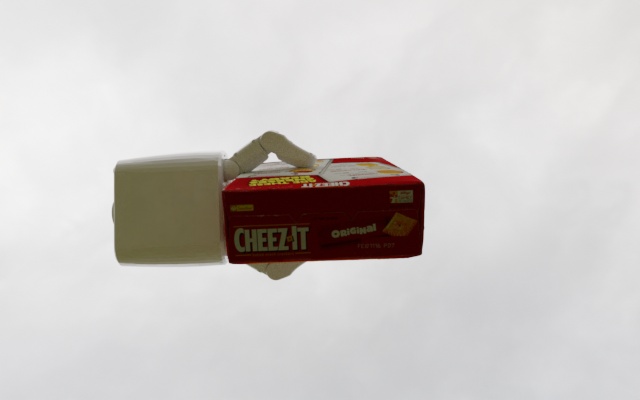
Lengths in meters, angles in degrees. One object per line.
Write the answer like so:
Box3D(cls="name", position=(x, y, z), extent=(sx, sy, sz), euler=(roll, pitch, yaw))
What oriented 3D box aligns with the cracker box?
Box3D(cls="cracker box", position=(0.000, 0.001, 0.486), extent=(0.164, 0.072, 0.213), euler=(-3, 11, -1))
